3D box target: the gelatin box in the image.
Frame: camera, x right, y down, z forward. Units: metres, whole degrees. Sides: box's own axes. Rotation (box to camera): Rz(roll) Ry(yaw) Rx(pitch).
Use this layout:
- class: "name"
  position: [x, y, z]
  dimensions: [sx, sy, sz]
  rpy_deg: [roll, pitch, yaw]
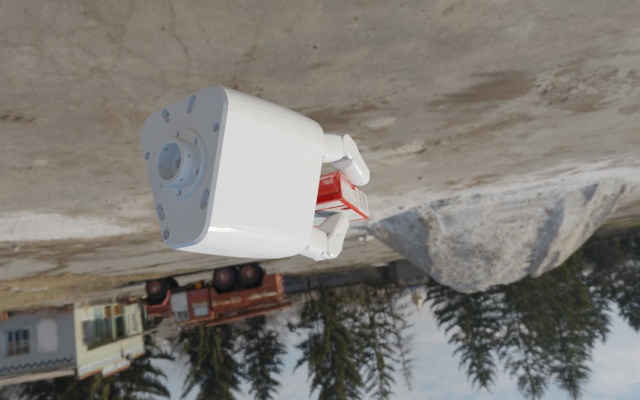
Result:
- class: "gelatin box"
  position: [0.000, 0.002, 0.474]
  dimensions: [0.073, 0.030, 0.089]
  rpy_deg: [-11, -18, 20]
